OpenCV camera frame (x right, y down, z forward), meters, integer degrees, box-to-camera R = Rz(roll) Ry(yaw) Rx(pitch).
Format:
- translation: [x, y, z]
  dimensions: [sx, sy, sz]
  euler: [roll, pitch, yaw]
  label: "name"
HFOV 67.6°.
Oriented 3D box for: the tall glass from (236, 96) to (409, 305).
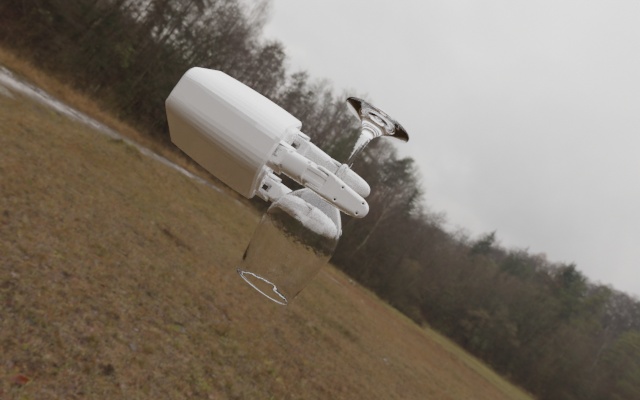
- translation: [0.001, 0.001, 0.467]
  dimensions: [0.079, 0.201, 0.079]
  euler: [34, -4, 3]
  label: "tall glass"
